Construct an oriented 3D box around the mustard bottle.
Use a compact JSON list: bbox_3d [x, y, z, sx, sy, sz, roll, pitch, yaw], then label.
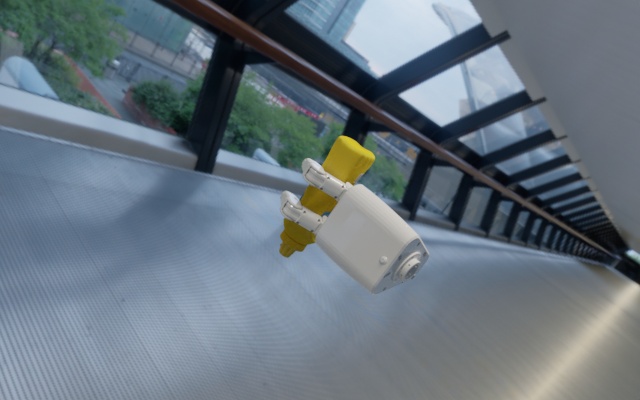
[{"bbox_3d":[0.000,0.002,0.674,0.058,0.192,0.096,36,13,7],"label":"mustard bottle"}]
